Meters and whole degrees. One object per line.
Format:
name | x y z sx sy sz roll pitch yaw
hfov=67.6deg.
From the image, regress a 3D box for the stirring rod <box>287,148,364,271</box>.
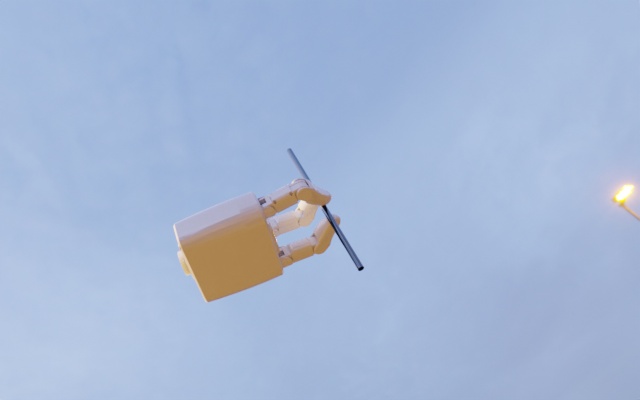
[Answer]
stirring rod | 0.000 0.002 0.628 0.011 0.011 0.239 0 39 -30
